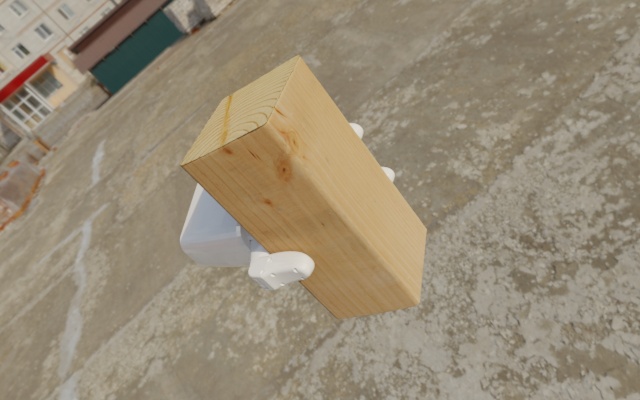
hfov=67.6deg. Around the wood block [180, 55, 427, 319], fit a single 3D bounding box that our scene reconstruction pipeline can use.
[{"bbox_3d":[0.000,0.002,0.400,0.090,0.090,0.206,-19,-54,34],"label":"wood block"}]
